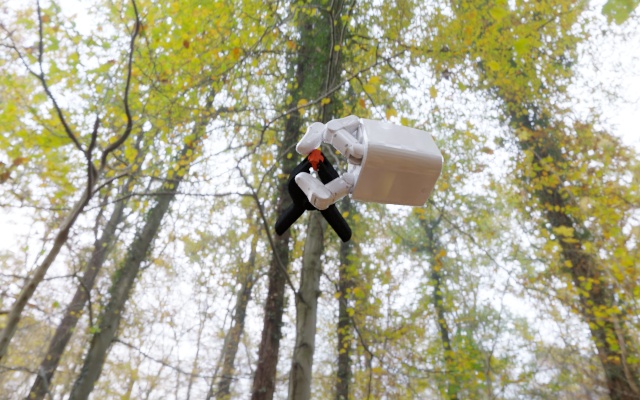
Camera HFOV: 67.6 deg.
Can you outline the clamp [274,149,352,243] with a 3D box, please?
[{"bbox_3d":[0.000,0.002,0.703,0.120,0.039,0.172,7,-43,-7],"label":"clamp"}]
